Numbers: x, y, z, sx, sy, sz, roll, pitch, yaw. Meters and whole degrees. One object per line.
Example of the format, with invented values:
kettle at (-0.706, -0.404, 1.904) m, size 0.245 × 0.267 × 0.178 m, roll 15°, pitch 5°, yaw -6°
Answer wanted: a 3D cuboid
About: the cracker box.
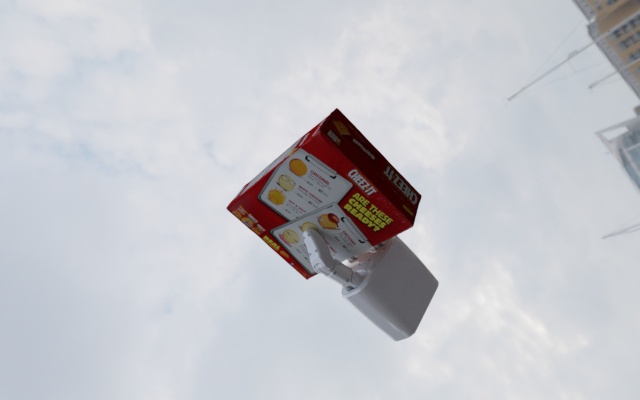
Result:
cracker box at (0.000, 0.002, 0.642) m, size 0.214 × 0.164 × 0.072 m, roll -34°, pitch 18°, yaw 41°
